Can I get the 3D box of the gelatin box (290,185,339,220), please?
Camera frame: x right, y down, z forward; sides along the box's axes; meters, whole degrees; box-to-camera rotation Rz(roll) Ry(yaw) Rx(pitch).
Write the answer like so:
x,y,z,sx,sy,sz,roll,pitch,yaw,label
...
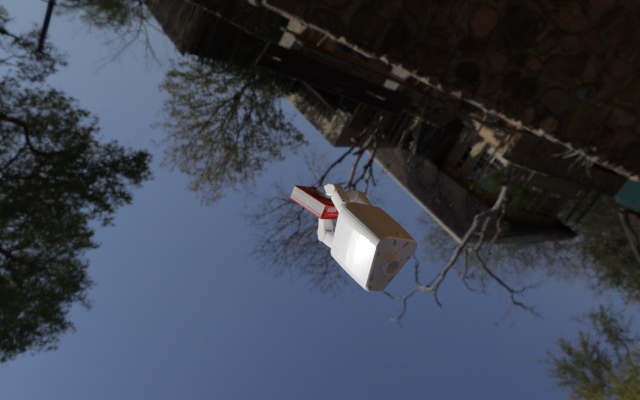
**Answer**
x,y,z,sx,sy,sz,roll,pitch,yaw,label
0.000,0.003,0.878,0.089,0.030,0.073,32,18,36,gelatin box
